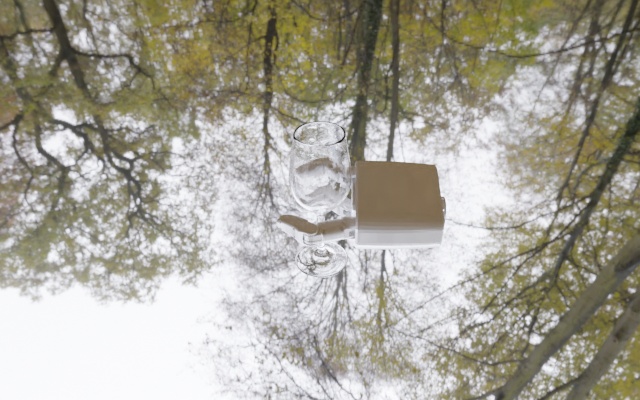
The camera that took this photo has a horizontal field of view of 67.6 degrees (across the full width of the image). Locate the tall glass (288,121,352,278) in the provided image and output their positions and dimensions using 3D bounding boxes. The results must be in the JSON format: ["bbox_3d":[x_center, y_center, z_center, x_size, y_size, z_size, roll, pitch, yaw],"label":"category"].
[{"bbox_3d":[0.000,0.003,0.613,0.079,0.201,0.079,-1,36,1],"label":"tall glass"}]
